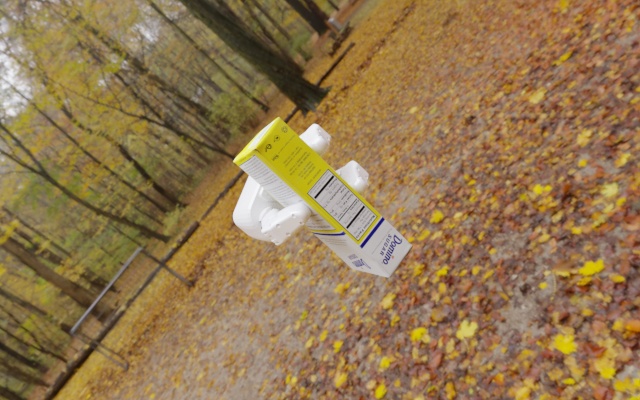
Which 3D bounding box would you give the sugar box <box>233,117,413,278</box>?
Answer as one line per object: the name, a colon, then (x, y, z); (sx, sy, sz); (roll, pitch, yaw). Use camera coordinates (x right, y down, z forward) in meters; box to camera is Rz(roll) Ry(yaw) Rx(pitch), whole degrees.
sugar box: (0.000, 0.001, 0.470); (0.176, 0.048, 0.093); (41, -14, -14)
